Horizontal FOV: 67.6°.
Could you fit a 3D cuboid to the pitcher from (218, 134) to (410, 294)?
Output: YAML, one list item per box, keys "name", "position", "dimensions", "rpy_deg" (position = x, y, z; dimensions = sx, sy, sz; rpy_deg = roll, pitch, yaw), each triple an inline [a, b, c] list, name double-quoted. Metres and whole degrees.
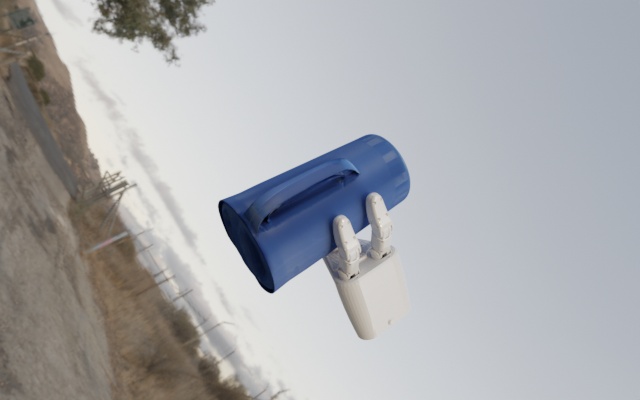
- name: "pitcher"
  position: [0.000, 0.002, 0.626]
  dimensions: [0.243, 0.145, 0.149]
  rpy_deg: [-30, 25, -22]
